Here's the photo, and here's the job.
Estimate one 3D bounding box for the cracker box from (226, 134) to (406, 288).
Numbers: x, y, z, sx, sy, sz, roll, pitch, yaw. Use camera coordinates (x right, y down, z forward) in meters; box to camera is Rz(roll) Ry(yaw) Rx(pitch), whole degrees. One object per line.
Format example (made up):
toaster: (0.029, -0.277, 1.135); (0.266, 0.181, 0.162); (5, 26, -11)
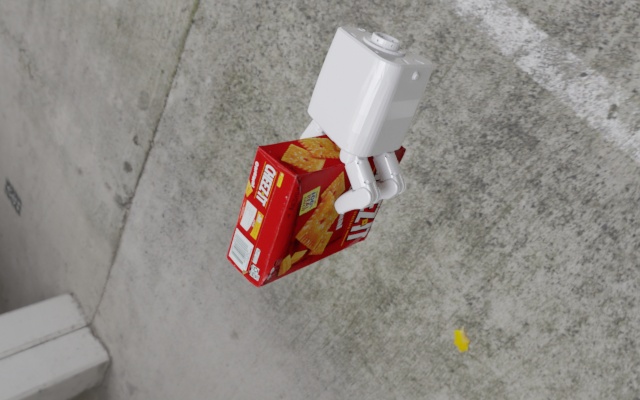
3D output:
cracker box: (0.000, 0.002, 0.602); (0.072, 0.164, 0.213); (40, 36, 28)
